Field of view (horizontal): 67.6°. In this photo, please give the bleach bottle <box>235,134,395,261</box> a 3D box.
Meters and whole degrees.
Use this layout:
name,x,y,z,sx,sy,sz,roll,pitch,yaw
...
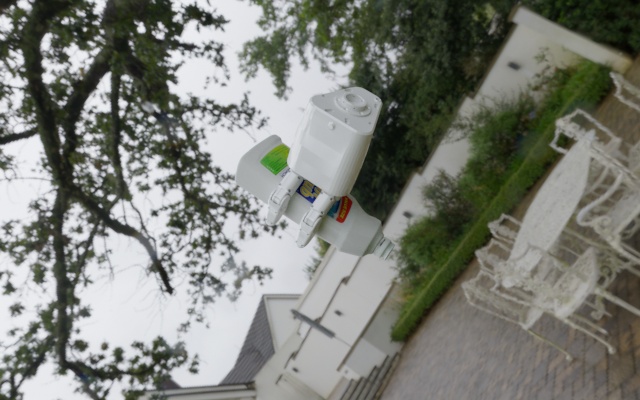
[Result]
name,x,y,z,sx,sy,sz,roll,pitch,yaw
bleach bottle,0.000,0.002,0.704,0.251,0.068,0.102,33,43,13
